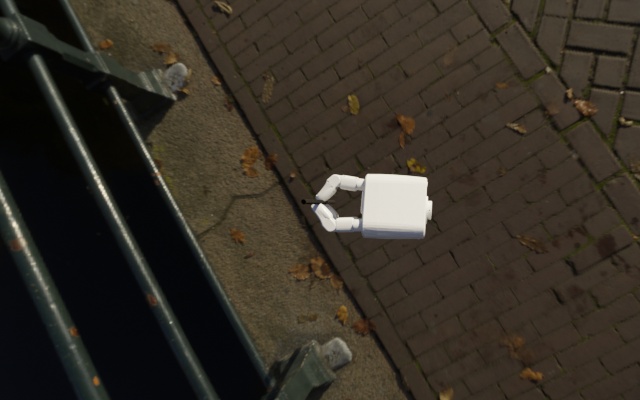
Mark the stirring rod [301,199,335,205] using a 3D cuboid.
[{"bbox_3d":[0.000,0.003,0.845,0.011,0.011,0.239,0,0,13],"label":"stirring rod"}]
